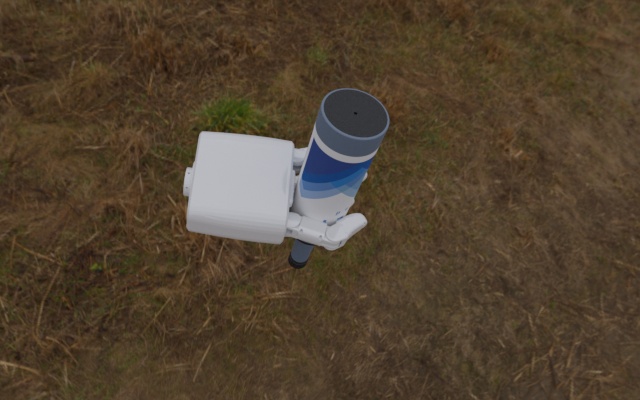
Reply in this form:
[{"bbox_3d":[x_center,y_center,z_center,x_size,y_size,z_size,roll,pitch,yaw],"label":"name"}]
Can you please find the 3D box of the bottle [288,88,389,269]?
[{"bbox_3d":[0.000,0.002,0.560,0.069,0.069,0.296,0,-34,-16],"label":"bottle"}]
